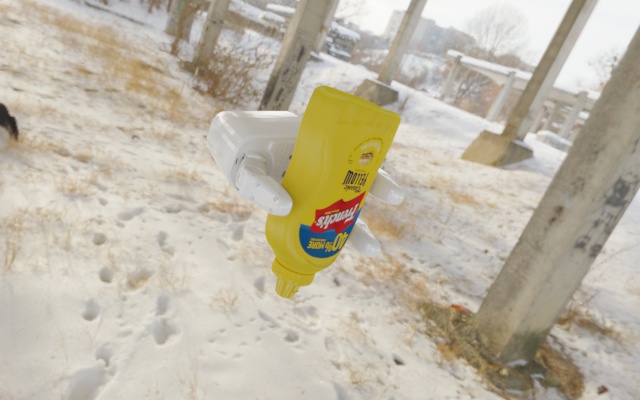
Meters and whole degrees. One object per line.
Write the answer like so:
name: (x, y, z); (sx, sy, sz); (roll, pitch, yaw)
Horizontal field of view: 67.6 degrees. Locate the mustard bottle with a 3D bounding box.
mustard bottle: (0.000, 0.001, 0.422); (0.058, 0.192, 0.096); (32, 18, 32)
